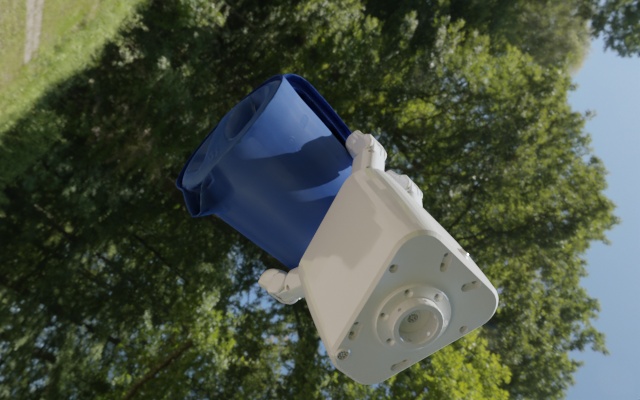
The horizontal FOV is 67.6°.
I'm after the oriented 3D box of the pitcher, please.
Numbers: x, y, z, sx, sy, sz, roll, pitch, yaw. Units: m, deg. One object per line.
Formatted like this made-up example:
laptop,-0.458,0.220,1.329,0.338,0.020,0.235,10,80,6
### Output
pitcher,0.000,0.002,0.465,0.243,0.149,0.145,43,6,-24
